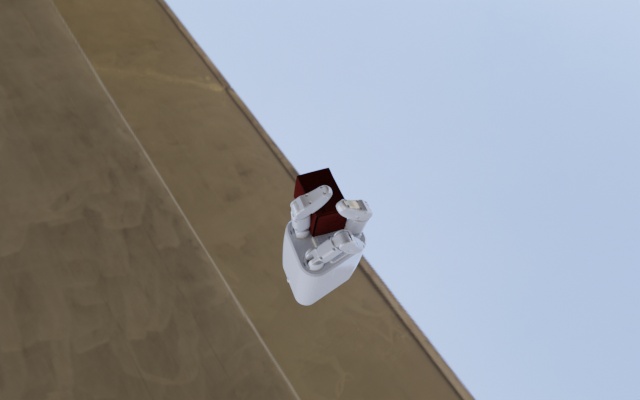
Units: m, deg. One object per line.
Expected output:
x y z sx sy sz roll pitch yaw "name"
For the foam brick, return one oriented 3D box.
0.000 0.002 0.682 0.053 0.078 0.051 -14 -33 -19 "foam brick"
